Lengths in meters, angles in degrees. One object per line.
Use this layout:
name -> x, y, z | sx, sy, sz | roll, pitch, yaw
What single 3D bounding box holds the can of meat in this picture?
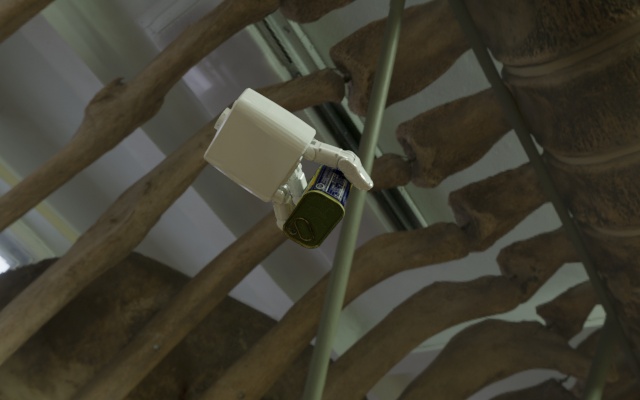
can of meat -> 0.000, 0.002, 0.650 | 0.057, 0.084, 0.102 | 30, -48, -6
